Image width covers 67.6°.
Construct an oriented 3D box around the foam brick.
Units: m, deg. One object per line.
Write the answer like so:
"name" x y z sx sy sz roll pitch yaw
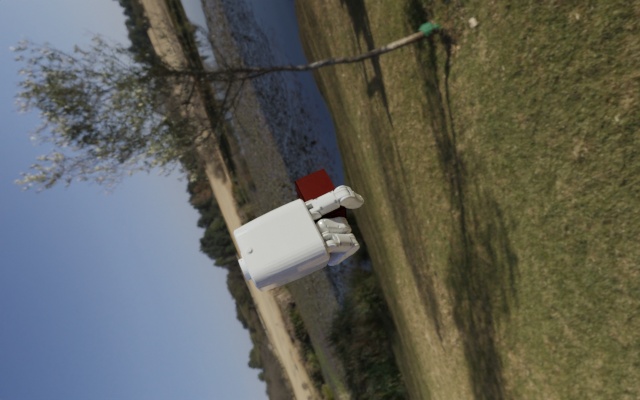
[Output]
"foam brick" 0.000 0.002 0.716 0.051 0.078 0.053 -24 -29 -8
